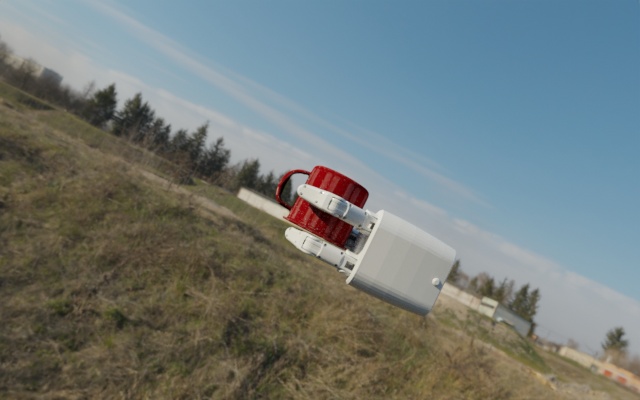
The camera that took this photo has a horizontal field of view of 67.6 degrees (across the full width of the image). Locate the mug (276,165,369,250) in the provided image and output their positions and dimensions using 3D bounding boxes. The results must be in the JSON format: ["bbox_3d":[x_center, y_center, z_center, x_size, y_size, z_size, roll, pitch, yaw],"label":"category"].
[{"bbox_3d":[-0.001,0.001,0.616,0.117,0.081,0.093,28,-4,-4],"label":"mug"}]
